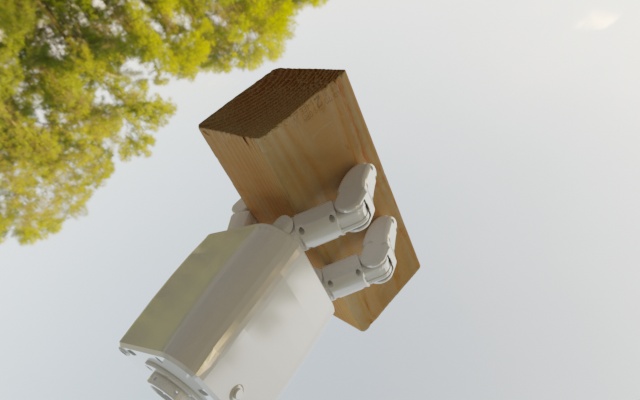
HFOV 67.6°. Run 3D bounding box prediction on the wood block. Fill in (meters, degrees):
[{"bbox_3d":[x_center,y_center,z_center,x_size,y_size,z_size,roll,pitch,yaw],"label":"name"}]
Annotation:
[{"bbox_3d":[0.000,0.002,0.407,0.090,0.206,0.091,-43,37,-24],"label":"wood block"}]
